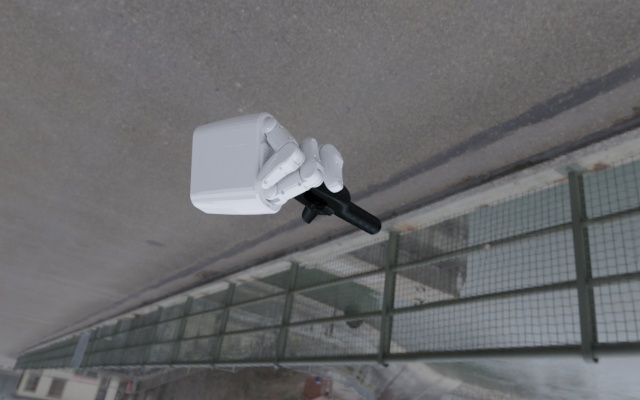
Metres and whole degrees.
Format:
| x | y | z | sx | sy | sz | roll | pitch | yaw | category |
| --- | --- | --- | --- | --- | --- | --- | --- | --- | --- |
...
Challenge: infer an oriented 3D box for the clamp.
| x | y | z | sx | sy | sz | roll | pitch | yaw | category |
| --- | --- | --- | --- | --- | --- | --- | --- | --- | --- |
| 0.000 | 0.003 | 0.636 | 0.120 | 0.039 | 0.171 | -1 | -27 | 29 | clamp |
